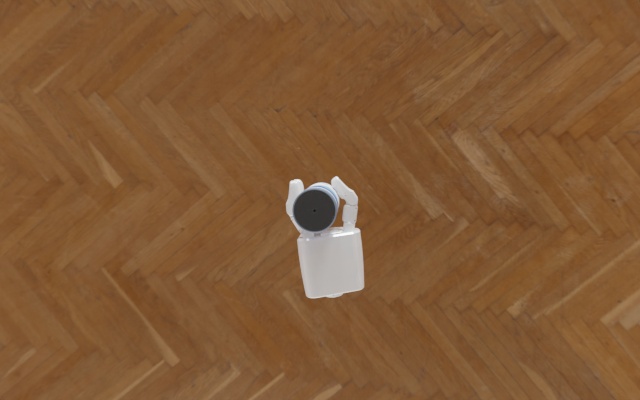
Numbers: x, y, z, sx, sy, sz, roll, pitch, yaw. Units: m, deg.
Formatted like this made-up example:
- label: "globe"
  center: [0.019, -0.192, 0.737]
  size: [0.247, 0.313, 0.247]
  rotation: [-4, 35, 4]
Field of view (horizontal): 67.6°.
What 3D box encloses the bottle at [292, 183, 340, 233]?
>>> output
- label: "bottle"
  center: [0.000, 0.003, 0.849]
  size: [0.069, 0.069, 0.295]
  rotation: [0, 5, 4]
